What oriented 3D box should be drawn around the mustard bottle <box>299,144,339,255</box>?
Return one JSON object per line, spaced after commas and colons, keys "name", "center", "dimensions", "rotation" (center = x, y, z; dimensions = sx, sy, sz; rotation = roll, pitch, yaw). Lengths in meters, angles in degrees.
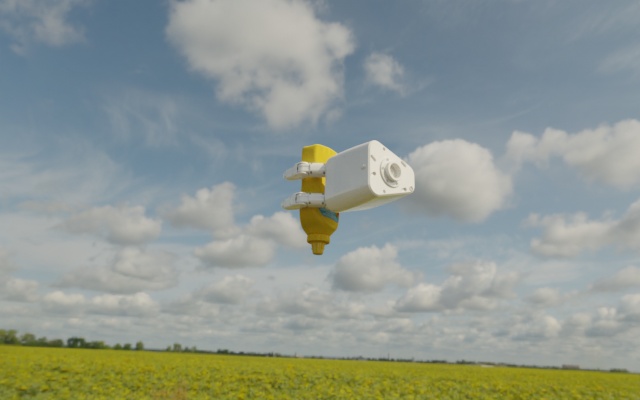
{"name": "mustard bottle", "center": [0.000, 0.003, 0.861], "dimensions": [0.058, 0.191, 0.096], "rotation": [-7, -20, 28]}
